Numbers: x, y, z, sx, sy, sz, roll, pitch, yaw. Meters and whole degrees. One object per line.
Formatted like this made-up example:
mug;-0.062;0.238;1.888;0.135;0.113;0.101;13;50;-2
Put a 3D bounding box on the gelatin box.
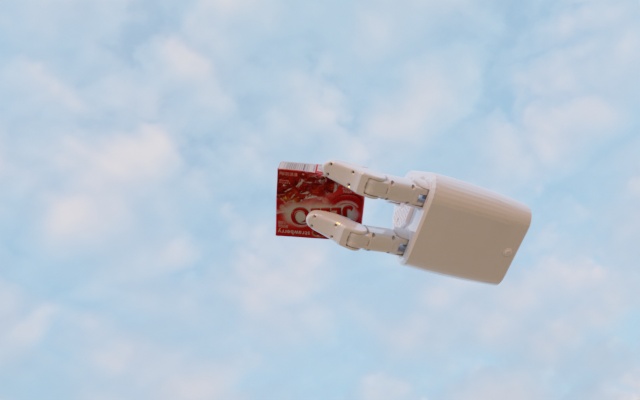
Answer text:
gelatin box;0.000;0.001;0.485;0.089;0.073;0.030;5;22;2
